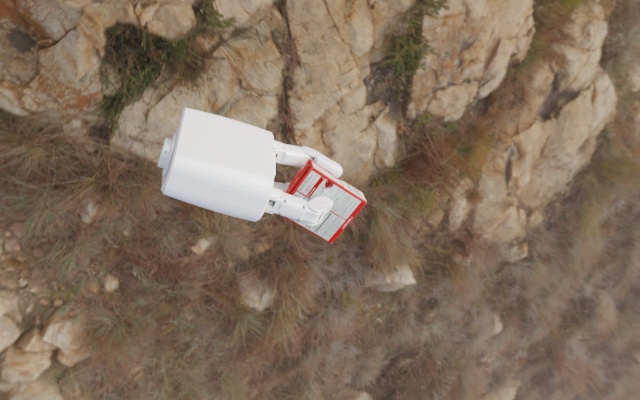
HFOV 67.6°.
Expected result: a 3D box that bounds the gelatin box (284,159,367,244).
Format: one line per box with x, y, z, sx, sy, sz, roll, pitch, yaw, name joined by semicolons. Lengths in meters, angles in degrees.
0.000;0.002;0.593;0.089;0.073;0.030;31;19;-21;gelatin box
